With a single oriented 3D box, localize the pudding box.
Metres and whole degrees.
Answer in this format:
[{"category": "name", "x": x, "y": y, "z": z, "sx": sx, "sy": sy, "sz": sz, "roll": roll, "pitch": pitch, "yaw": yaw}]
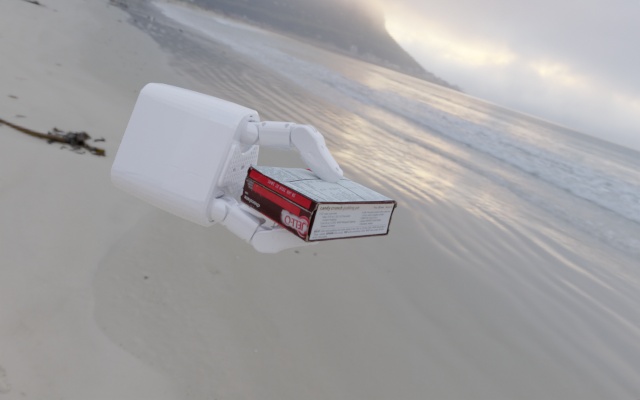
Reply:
[{"category": "pudding box", "x": 0.000, "y": 0.001, "z": 0.428, "sx": 0.113, "sy": 0.039, "sz": 0.090, "roll": -2, "pitch": 24, "yaw": -47}]
